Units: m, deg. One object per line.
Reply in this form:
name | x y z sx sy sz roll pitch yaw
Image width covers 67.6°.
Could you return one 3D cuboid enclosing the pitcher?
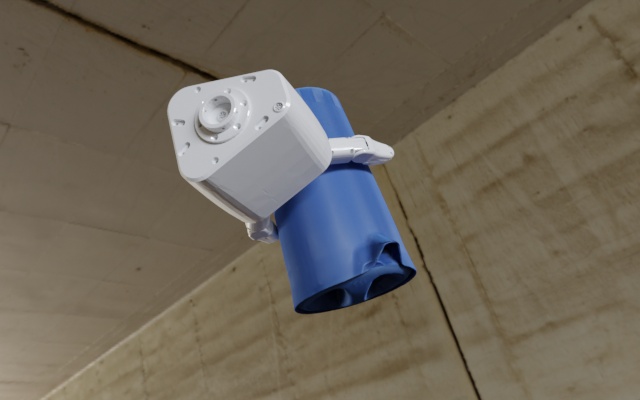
pitcher | 0.000 0.002 0.550 0.149 0.242 0.145 -24 -24 13
